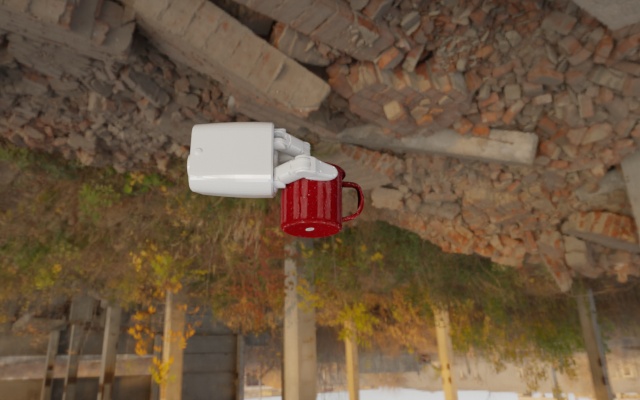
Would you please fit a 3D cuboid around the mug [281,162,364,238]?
[{"bbox_3d":[0.002,0.002,0.643,0.117,0.081,0.093,0,-19,-1],"label":"mug"}]
